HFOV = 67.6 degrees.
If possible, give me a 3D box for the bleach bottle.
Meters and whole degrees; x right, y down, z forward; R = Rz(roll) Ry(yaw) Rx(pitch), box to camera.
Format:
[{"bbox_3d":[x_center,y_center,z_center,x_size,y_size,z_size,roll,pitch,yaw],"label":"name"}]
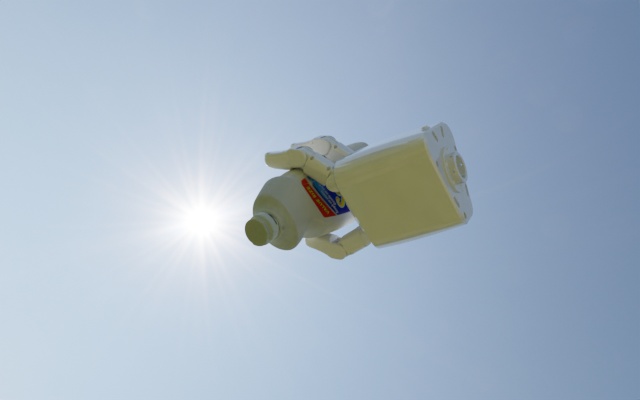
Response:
[{"bbox_3d":[0.000,0.002,0.570,0.068,0.102,0.250,-19,7,34],"label":"bleach bottle"}]
